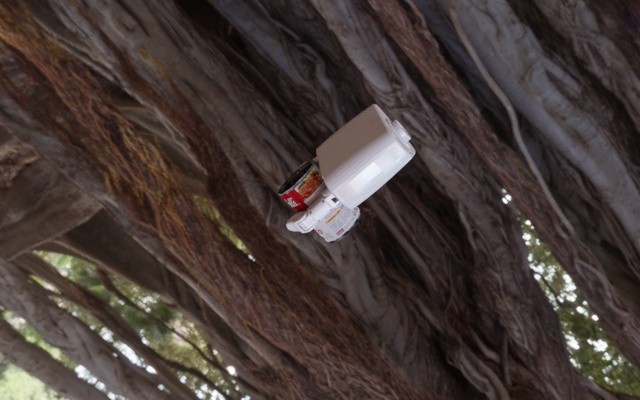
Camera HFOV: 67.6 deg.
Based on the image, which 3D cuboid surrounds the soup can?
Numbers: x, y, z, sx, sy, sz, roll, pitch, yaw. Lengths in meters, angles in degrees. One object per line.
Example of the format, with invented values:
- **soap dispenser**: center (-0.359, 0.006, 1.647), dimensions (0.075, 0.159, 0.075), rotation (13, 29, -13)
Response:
- **soup can**: center (0.000, 0.003, 0.671), dimensions (0.102, 0.068, 0.068), rotation (46, -15, -15)
